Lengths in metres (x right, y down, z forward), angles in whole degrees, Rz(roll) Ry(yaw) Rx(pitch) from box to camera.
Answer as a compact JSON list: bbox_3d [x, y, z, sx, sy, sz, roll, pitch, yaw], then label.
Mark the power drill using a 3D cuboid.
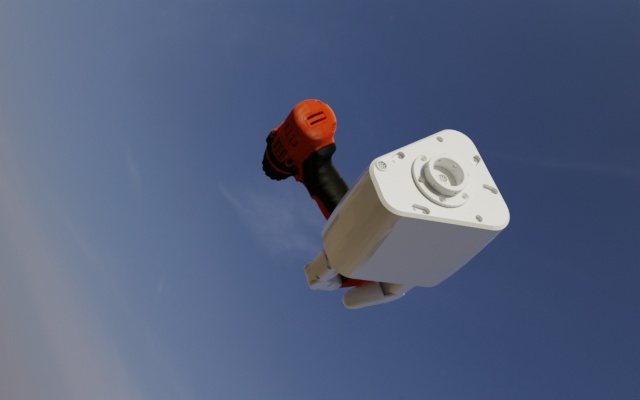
[{"bbox_3d":[0.000,0.002,0.518,0.057,0.187,0.184,-29,-2,-19],"label":"power drill"}]
